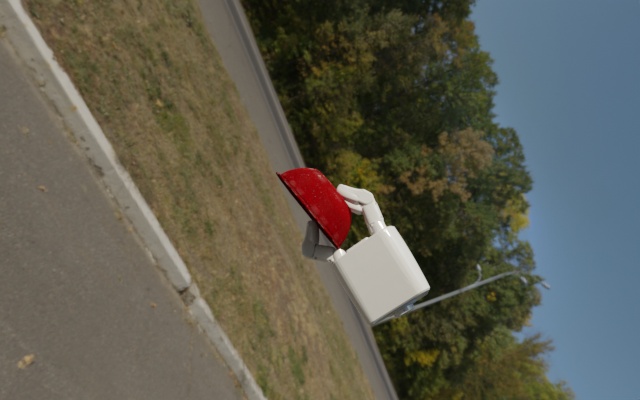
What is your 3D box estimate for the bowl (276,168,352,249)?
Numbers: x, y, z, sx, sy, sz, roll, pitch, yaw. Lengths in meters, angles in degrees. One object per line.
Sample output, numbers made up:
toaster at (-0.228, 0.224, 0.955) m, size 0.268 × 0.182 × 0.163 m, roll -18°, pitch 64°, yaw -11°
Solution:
bowl at (0.000, 0.001, 0.756) m, size 0.055 × 0.162 × 0.162 m, roll -40°, pitch 3°, yaw -4°
